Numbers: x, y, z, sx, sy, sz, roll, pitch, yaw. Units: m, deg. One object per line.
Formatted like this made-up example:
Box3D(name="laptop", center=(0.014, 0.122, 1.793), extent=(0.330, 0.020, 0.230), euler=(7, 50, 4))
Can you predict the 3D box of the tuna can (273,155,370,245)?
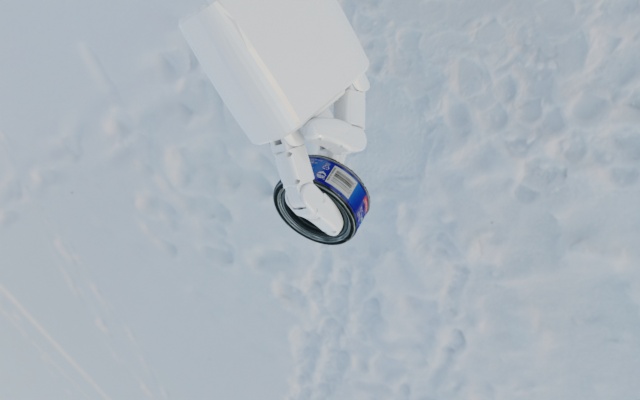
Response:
Box3D(name="tuna can", center=(0.000, 0.002, 0.439), extent=(0.086, 0.086, 0.033), euler=(0, 43, 35))
